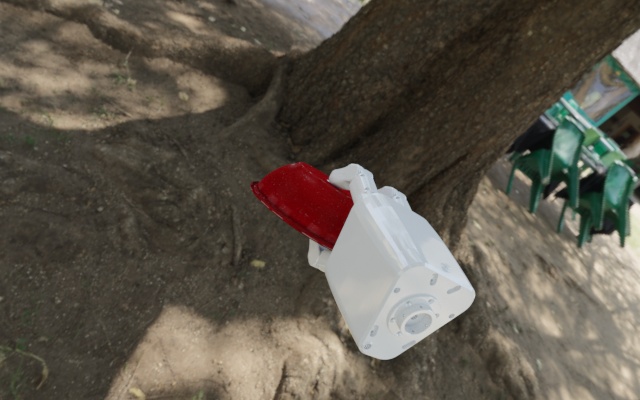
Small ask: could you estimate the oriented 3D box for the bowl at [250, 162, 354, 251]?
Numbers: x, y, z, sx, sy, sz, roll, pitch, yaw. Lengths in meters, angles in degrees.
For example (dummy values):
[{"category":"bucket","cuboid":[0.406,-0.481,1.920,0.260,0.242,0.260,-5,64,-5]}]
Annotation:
[{"category":"bowl","cuboid":[0.000,0.001,0.564,0.162,0.055,0.162,32,8,-5]}]
